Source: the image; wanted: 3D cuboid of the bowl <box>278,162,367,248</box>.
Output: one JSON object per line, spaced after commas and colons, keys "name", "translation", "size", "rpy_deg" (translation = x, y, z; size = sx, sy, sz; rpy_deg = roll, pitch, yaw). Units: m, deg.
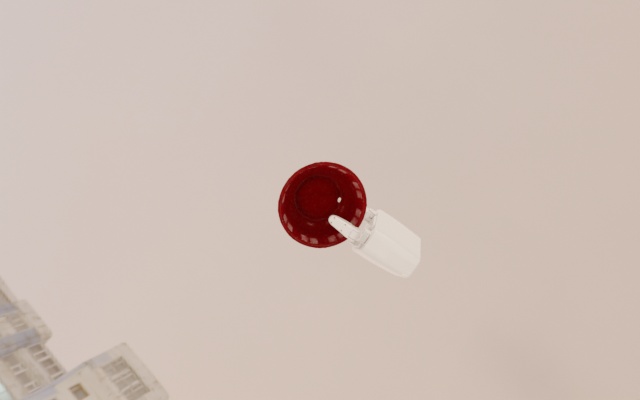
{"name": "bowl", "translation": [-0.001, 0.002, 0.872], "size": [0.162, 0.162, 0.055], "rpy_deg": [0, 17, -11]}
